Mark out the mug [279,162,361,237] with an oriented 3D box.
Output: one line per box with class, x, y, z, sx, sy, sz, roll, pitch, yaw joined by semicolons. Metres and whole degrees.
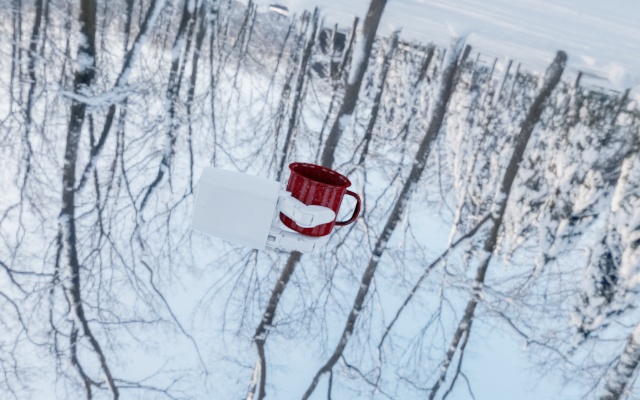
mug;0.001;0.003;0.685;0.117;0.081;0.093;15;18;-8
